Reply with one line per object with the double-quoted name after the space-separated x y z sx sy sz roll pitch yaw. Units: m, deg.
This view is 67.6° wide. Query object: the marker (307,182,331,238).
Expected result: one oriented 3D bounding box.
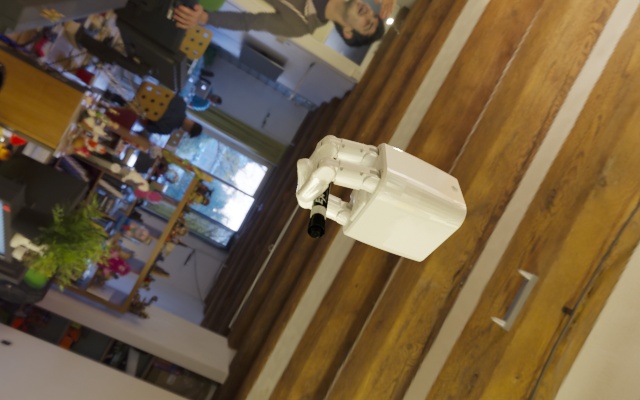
0.000 0.002 0.539 0.020 0.020 0.121 0 33 6 "marker"
